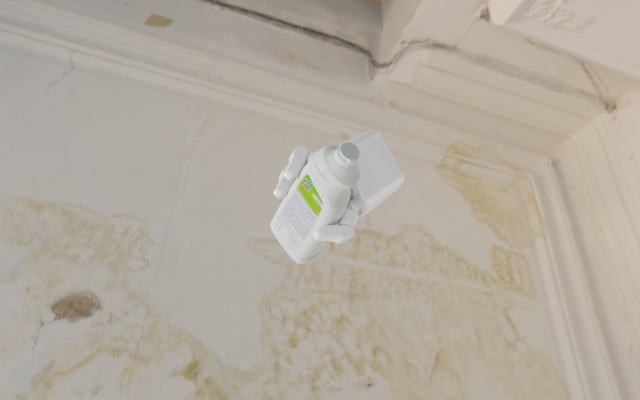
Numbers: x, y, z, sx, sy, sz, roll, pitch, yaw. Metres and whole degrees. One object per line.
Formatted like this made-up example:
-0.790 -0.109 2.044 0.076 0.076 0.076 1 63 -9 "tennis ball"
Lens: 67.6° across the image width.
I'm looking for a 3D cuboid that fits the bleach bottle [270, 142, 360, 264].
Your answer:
0.000 0.002 0.725 0.068 0.102 0.251 -32 -13 -35 "bleach bottle"
